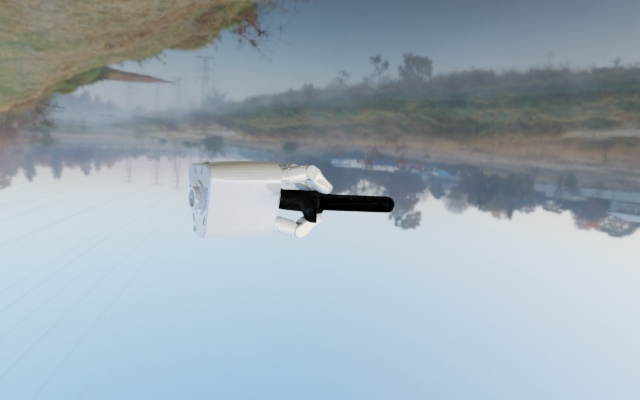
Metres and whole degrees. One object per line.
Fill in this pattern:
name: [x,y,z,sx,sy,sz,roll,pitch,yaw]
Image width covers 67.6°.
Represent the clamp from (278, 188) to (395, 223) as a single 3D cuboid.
clamp: [0.000,0.003,0.756,0.164,0.036,0.210,-3,8,-33]
